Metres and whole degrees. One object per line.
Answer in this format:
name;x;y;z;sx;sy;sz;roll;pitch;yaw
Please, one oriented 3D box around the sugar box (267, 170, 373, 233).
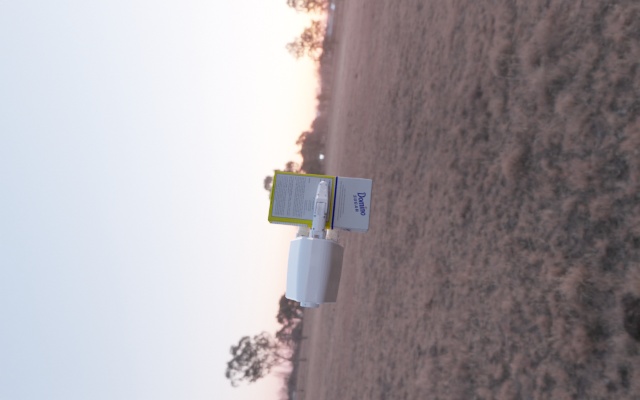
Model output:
sugar box;0.000;0.003;0.845;0.176;0.093;0.048;7;-12;0
